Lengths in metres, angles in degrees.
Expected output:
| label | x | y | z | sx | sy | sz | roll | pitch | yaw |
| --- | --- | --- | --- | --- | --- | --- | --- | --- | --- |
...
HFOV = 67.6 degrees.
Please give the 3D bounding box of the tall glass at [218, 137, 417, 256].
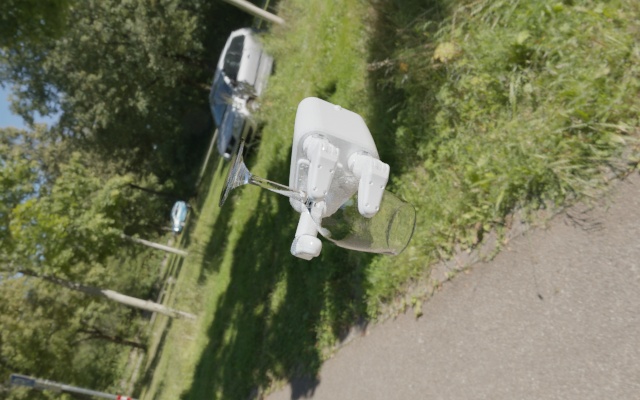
| label | x | y | z | sx | sy | sz | roll | pitch | yaw |
| --- | --- | --- | --- | --- | --- | --- | --- | --- | --- |
| tall glass | -0.001 | 0.002 | 0.507 | 0.201 | 0.079 | 0.079 | 19 | -5 | -15 |
